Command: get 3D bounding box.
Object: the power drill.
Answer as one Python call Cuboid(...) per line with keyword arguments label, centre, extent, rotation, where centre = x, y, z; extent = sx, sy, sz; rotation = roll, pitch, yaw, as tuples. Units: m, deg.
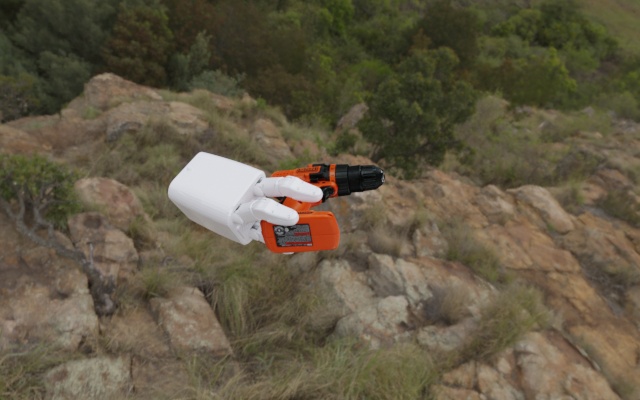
Cuboid(label="power drill", centre=(0.000, 0.002, 0.696), extent=(0.184, 0.057, 0.187), rotation=(-6, 25, 12))
